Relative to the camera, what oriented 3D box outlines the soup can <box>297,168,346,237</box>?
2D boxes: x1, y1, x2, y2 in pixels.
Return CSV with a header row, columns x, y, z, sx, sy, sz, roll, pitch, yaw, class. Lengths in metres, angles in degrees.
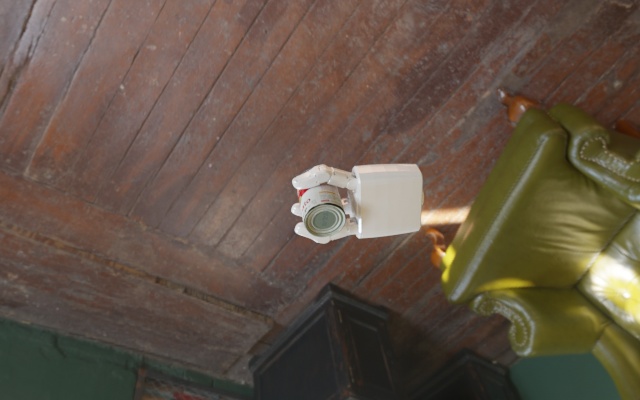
x,y,z,sx,sy,sz,roll,pitch,yaw,class
0.000,0.003,0.767,0.068,0.069,0.102,0,36,-10,soup can
